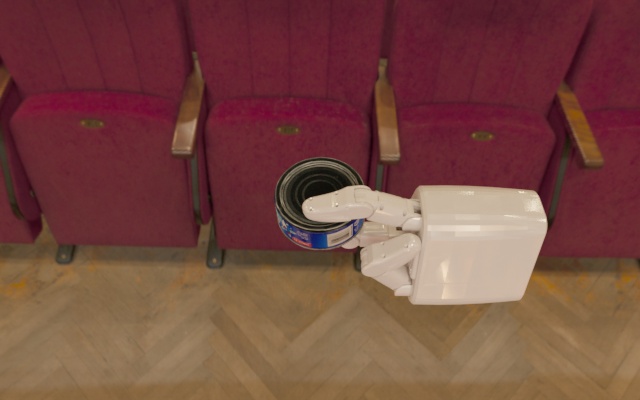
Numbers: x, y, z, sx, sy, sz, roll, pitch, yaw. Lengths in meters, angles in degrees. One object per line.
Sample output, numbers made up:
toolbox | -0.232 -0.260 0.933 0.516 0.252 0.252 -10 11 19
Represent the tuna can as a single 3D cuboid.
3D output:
tuna can | 0.000 0.001 0.445 0.086 0.086 0.034 0 -34 3
